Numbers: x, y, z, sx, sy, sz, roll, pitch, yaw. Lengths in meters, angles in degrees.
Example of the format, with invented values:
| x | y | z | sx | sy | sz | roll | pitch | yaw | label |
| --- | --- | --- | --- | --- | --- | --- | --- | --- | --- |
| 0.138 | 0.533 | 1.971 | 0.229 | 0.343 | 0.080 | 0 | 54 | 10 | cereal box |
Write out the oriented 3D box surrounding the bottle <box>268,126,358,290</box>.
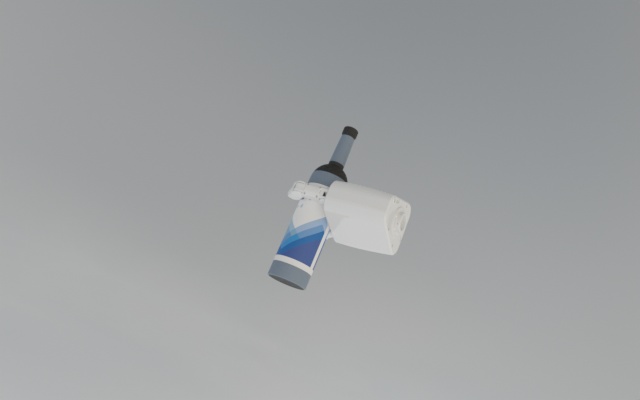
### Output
| x | y | z | sx | sy | sz | roll | pitch | yaw | label |
| --- | --- | --- | --- | --- | --- | --- | --- | --- | --- |
| 0.000 | 0.003 | 0.812 | 0.069 | 0.295 | 0.069 | 21 | -18 | 7 | bottle |
